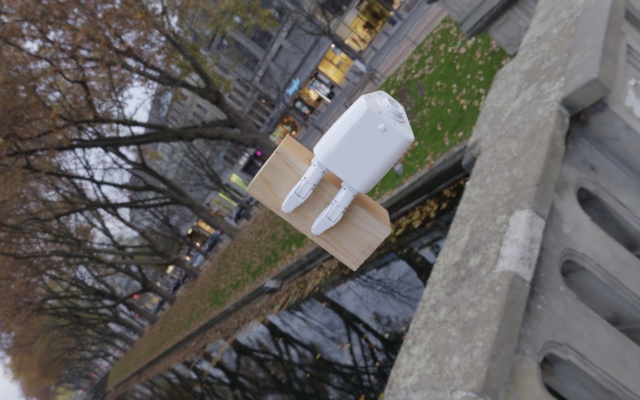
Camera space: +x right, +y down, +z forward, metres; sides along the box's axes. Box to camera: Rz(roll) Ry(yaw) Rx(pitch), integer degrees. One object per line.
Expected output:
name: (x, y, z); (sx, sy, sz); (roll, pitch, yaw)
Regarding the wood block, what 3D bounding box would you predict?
wood block: (0.000, 0.002, 0.739); (0.206, 0.090, 0.090); (37, 17, -9)
